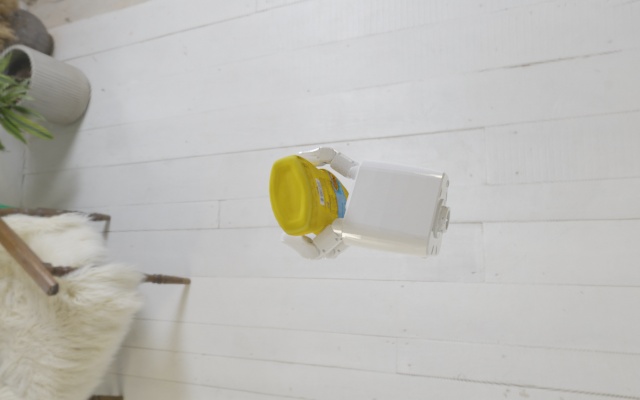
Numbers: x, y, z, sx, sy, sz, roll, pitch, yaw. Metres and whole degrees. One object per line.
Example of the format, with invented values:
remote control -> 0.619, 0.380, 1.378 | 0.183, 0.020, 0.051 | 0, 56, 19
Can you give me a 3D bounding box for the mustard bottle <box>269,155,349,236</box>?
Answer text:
mustard bottle -> 0.000, 0.002, 0.648 | 0.058, 0.096, 0.191 | -17, -12, 20
